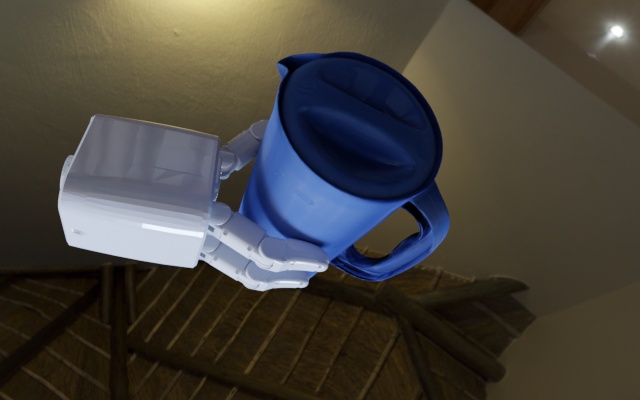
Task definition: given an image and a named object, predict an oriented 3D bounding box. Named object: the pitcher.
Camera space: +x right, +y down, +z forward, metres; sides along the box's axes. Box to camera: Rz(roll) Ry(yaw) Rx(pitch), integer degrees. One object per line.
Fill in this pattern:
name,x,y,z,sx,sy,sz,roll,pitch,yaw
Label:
pitcher,0.000,0.001,0.439,0.145,0.149,0.243,9,-30,-18
